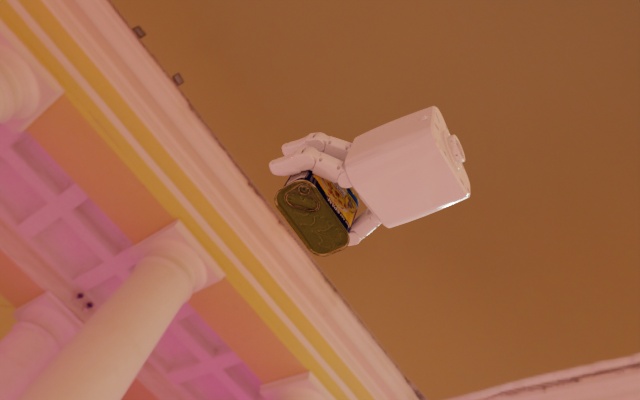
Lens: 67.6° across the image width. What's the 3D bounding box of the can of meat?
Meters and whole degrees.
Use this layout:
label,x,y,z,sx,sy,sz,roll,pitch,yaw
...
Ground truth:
label,x,y,z,sx,sy,sz,roll,pitch,yaw
can of meat,0.000,0.002,0.582,0.057,0.102,0.084,-26,21,28
